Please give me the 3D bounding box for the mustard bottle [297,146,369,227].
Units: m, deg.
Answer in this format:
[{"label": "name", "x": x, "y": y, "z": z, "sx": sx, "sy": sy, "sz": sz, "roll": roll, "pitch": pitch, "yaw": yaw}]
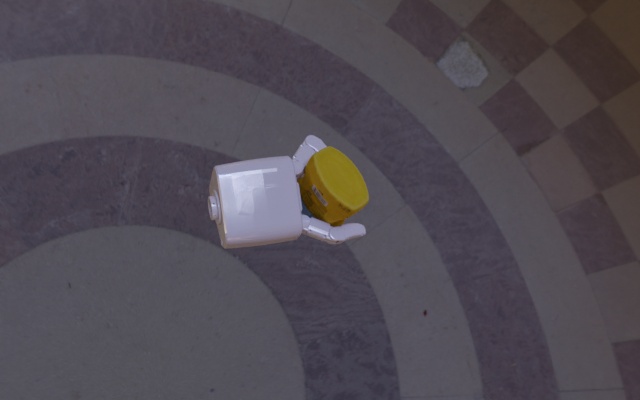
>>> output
[{"label": "mustard bottle", "x": 0.000, "y": 0.002, "z": 0.708, "sx": 0.058, "sy": 0.096, "sz": 0.192, "roll": -34, "pitch": -7, "yaw": -26}]
